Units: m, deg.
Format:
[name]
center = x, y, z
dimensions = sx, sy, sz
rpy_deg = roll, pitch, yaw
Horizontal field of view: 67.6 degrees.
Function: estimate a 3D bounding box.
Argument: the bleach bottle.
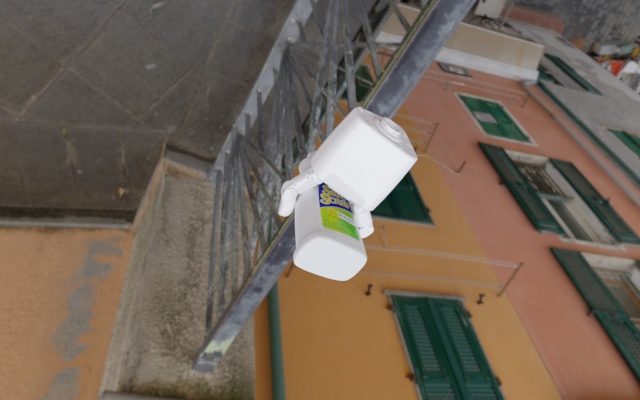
[bleach bottle]
center = 0.000, 0.003, 0.737
dimensions = 0.102, 0.068, 0.250
rpy_deg = 24, 32, -27
